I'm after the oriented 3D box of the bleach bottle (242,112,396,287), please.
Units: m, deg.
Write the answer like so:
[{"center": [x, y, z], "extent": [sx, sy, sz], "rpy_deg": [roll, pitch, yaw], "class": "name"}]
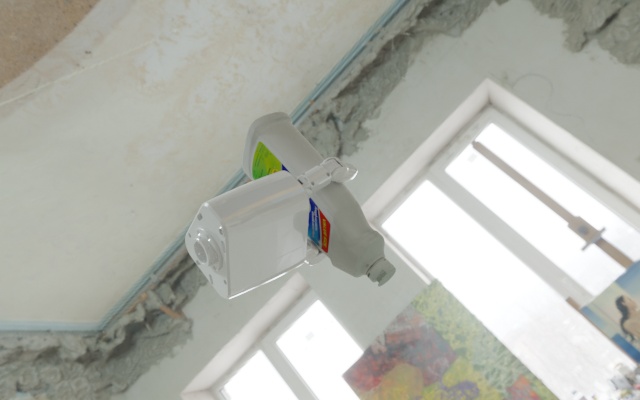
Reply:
[{"center": [0.000, 0.002, 0.597], "extent": [0.068, 0.103, 0.250], "rpy_deg": [-24, 58, -37], "class": "bleach bottle"}]
